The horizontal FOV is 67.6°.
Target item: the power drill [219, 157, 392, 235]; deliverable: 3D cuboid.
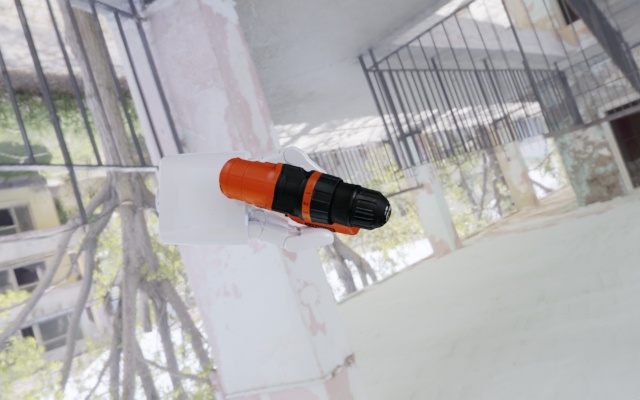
[{"bbox_3d":[0.000,0.002,0.552,0.184,0.057,0.188,15,-5,17],"label":"power drill"}]
